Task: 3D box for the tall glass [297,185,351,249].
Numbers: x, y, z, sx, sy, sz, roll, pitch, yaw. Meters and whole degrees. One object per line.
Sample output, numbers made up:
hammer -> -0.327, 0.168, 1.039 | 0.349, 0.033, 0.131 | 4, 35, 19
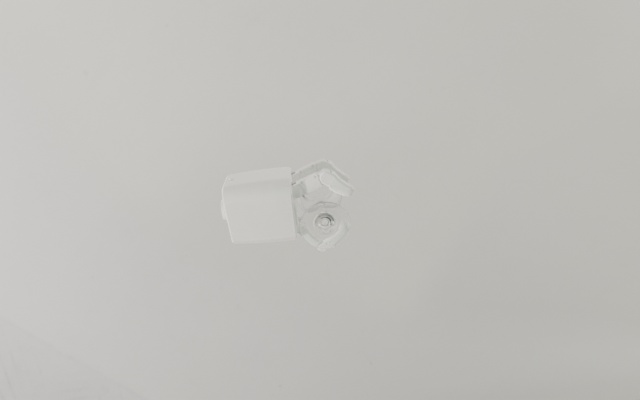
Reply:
tall glass -> 0.000, 0.003, 0.782 | 0.079, 0.079, 0.201 | 0, 20, -4
